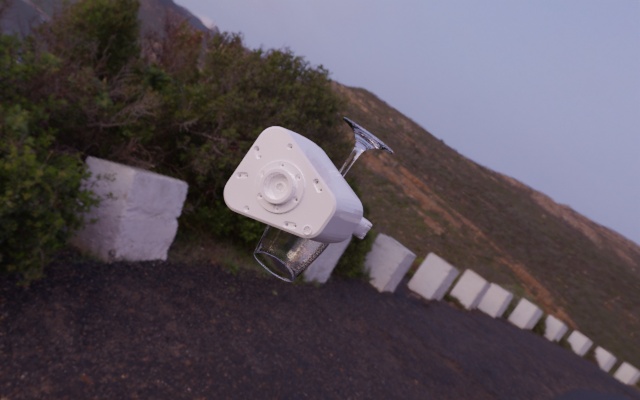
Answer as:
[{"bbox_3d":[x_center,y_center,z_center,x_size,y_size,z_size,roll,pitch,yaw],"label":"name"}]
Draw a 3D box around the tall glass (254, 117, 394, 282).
[{"bbox_3d":[0.001,0.001,0.584,0.079,0.201,0.079,35,6,-4],"label":"tall glass"}]
